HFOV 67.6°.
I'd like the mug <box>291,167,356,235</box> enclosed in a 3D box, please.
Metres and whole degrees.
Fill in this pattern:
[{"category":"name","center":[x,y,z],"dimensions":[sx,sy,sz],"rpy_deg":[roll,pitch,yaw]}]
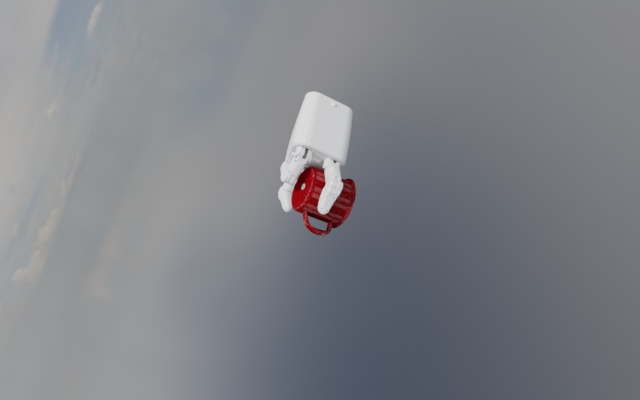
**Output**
[{"category":"mug","center":[0.000,0.004,0.819],"dimensions":[0.081,0.117,0.093],"rpy_deg":[21,-24,-24]}]
